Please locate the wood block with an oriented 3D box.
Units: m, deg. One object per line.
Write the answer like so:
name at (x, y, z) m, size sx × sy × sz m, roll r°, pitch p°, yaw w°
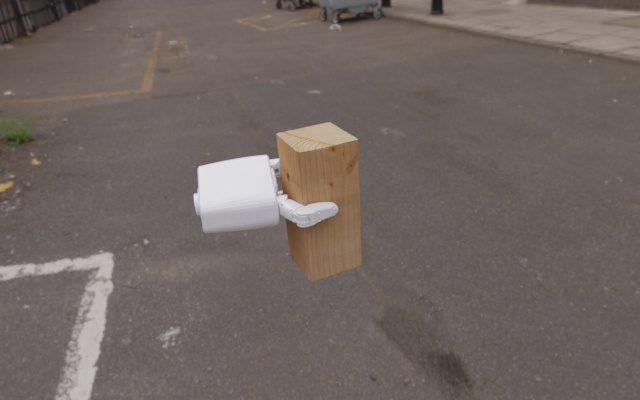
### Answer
wood block at (0.000, 0.002, 0.708) m, size 0.090 × 0.206 × 0.090 m, roll -15°, pitch 30°, yaw -20°
